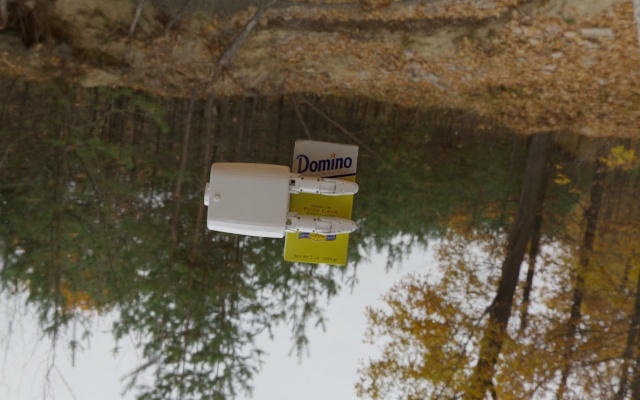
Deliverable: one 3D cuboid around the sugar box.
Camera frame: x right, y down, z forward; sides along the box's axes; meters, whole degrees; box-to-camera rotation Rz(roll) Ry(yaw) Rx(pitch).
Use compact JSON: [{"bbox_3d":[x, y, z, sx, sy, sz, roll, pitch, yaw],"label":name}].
[{"bbox_3d":[0.000,0.002,0.703,0.093,0.176,0.048,5,5,-6],"label":"sugar box"}]
